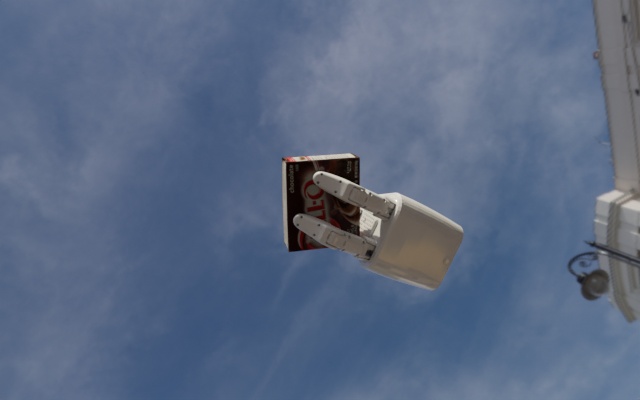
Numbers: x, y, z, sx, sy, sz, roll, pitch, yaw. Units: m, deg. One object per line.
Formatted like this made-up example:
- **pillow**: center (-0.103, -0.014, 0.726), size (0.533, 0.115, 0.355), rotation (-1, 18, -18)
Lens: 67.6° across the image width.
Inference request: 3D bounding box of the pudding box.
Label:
- **pudding box**: center (0.000, 0.002, 0.577), size (0.090, 0.113, 0.039), rotation (-5, 14, -15)
